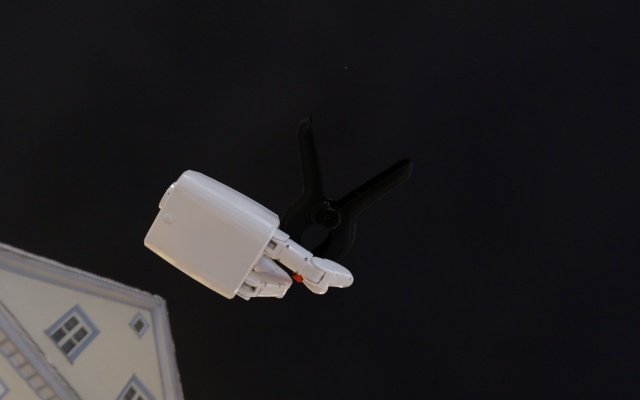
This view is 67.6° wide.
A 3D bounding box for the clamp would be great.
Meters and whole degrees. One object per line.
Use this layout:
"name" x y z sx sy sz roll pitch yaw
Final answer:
"clamp" 0.000 0.002 0.487 0.120 0.171 0.039 32 15 -6
